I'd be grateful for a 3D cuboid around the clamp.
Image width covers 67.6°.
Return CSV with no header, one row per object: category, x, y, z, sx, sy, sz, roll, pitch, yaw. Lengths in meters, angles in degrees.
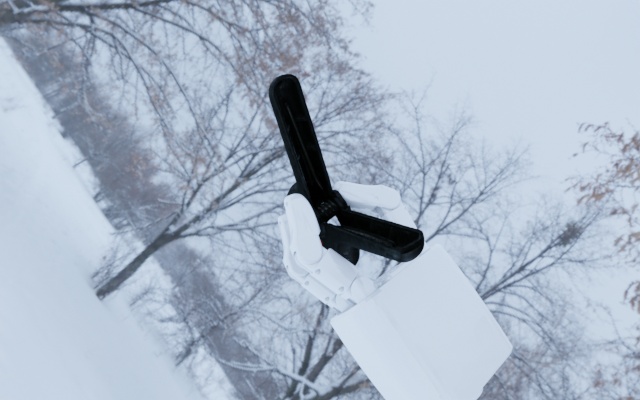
clamp,0.001,0.001,0.412,0.036,0.164,0.210,-30,-11,-19
